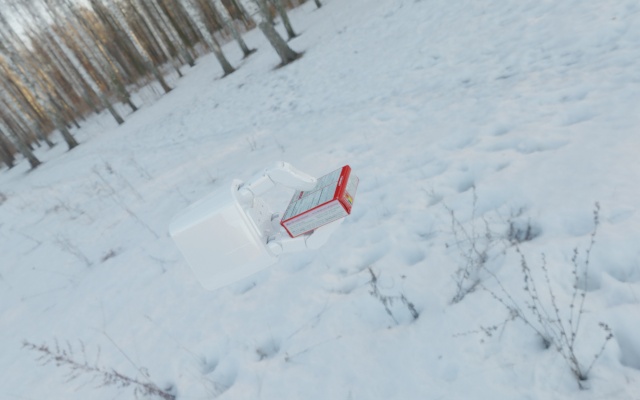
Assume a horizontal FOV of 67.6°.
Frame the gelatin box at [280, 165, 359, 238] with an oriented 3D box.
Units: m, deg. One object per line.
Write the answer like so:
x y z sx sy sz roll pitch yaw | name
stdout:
0.000 0.001 0.585 0.089 0.030 0.073 -25 25 29 | gelatin box
